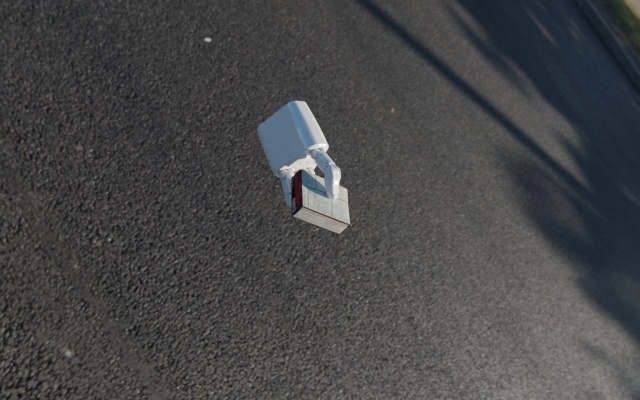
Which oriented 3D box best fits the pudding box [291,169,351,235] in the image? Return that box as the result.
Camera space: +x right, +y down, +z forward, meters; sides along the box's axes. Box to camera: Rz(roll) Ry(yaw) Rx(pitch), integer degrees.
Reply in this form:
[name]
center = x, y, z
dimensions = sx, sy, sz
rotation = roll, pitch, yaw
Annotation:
[pudding box]
center = 0.000, 0.003, 0.874
dimensions = 0.113, 0.090, 0.039
rotation = 21, -43, -28
